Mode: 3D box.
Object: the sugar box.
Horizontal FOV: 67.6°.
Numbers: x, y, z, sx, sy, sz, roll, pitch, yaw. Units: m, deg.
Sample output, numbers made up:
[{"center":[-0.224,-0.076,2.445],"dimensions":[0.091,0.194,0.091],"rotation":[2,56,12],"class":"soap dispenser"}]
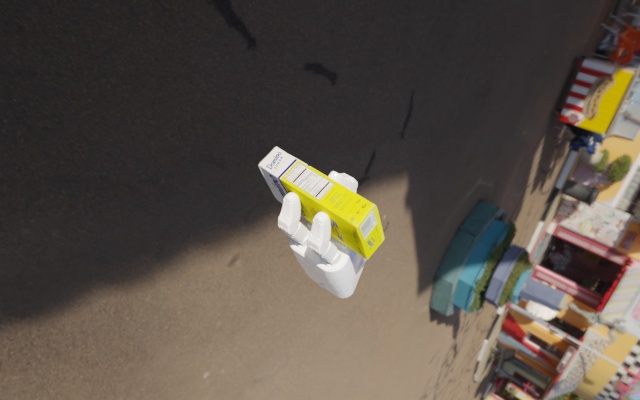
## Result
[{"center":[0.000,0.003,0.646],"dimensions":[0.176,0.048,0.093],"rotation":[29,-22,30],"class":"sugar box"}]
